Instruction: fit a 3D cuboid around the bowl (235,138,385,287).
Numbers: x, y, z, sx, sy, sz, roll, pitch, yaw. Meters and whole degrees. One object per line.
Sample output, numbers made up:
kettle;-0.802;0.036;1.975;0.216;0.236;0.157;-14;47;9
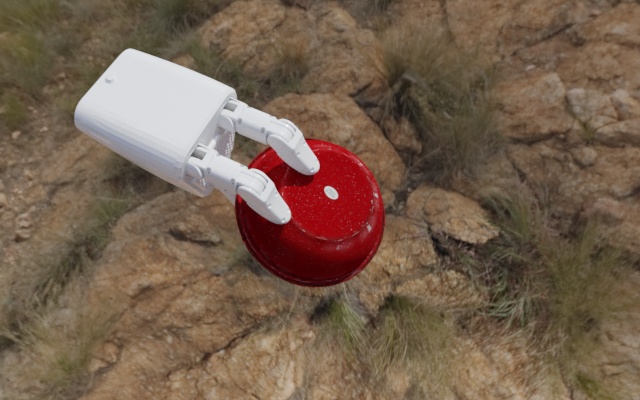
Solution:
bowl;0.001;0.002;0.472;0.162;0.162;0.055;0;-18;-19
